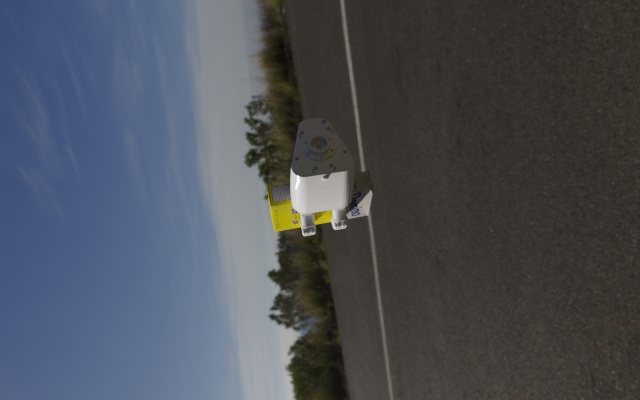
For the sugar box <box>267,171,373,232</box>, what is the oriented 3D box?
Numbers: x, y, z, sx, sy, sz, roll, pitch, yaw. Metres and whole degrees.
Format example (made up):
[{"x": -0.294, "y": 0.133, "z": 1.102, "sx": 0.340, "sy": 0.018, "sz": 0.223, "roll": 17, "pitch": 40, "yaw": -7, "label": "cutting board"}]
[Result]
[{"x": 0.000, "y": 0.003, "z": 0.834, "sx": 0.176, "sy": 0.048, "sz": 0.093, "roll": -8, "pitch": -31, "yaw": -4, "label": "sugar box"}]
